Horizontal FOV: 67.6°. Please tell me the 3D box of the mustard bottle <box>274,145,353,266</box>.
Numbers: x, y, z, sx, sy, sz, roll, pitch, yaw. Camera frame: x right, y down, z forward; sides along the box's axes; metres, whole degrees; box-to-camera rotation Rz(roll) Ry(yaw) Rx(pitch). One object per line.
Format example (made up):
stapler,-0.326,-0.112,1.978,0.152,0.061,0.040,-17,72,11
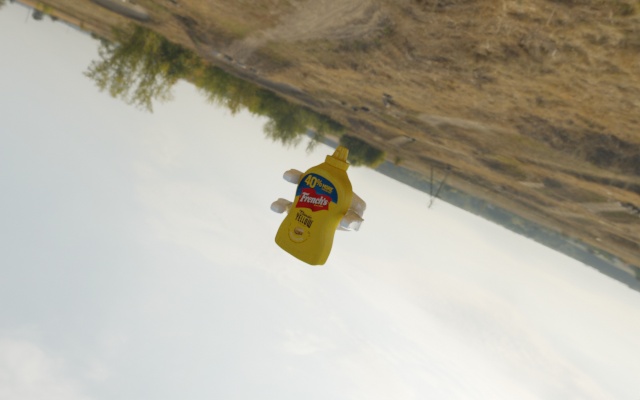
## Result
mustard bottle,0.000,0.003,0.773,0.096,0.191,0.058,28,9,33
